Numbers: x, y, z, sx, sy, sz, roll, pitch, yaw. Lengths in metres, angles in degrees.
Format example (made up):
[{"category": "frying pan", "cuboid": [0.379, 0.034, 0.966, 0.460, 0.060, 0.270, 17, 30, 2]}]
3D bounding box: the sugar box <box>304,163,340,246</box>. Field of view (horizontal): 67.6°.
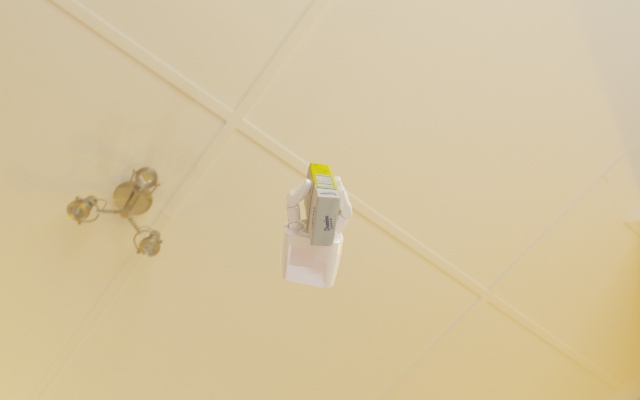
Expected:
[{"category": "sugar box", "cuboid": [0.001, 0.003, 0.877, 0.048, 0.093, 0.176, 4, 23, -10]}]
